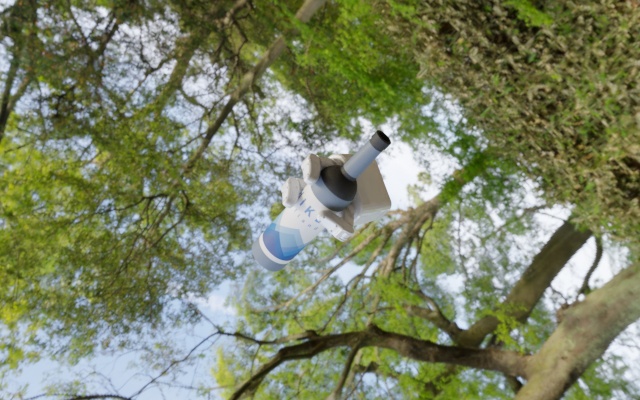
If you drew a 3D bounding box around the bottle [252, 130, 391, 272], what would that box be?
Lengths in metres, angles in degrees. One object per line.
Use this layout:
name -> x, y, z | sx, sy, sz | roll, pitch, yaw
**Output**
bottle -> 0.000, 0.003, 0.738 | 0.069, 0.069, 0.296 | 0, -38, -50
